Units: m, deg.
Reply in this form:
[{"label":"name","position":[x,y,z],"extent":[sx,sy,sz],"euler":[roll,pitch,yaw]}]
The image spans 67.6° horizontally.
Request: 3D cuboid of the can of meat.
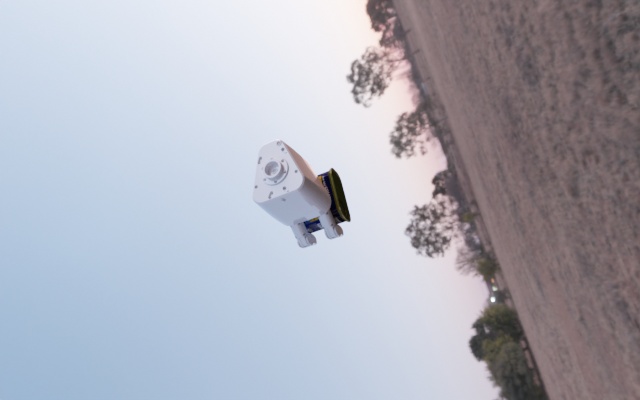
[{"label":"can of meat","position":[0.000,0.003,0.874],"extent":[0.084,0.102,0.057],"euler":[-20,-24,16]}]
